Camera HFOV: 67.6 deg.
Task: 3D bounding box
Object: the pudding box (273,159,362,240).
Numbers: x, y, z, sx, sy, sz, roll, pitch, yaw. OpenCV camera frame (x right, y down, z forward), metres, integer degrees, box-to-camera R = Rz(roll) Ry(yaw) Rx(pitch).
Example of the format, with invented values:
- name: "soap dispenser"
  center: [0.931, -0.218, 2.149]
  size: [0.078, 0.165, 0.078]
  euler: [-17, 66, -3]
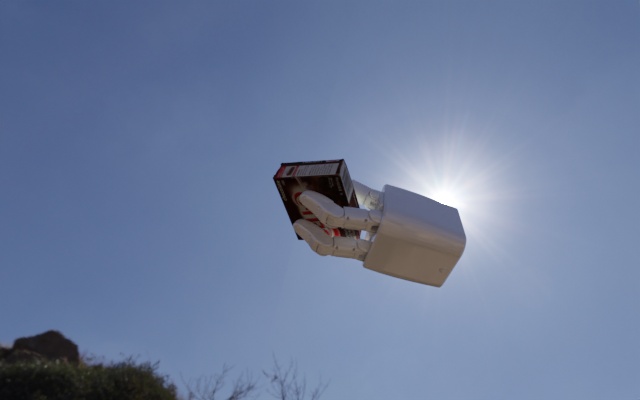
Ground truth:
- name: "pudding box"
  center: [0.000, 0.002, 0.619]
  size: [0.090, 0.114, 0.039]
  euler: [-3, 38, 21]
